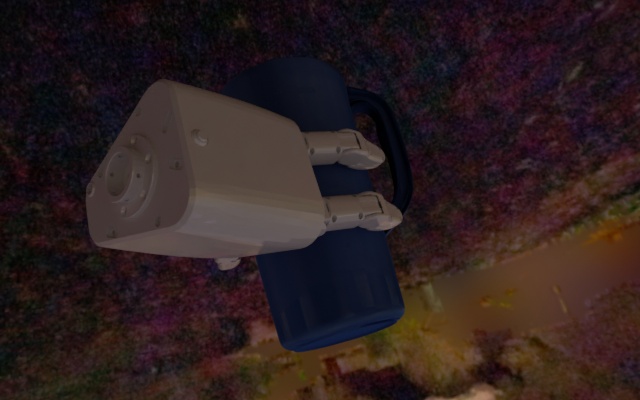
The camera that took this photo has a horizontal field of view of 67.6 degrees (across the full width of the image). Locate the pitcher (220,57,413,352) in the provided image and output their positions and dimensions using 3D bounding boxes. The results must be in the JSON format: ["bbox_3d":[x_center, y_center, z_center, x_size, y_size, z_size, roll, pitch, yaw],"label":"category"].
[{"bbox_3d":[0.000,0.001,0.437,0.149,0.242,0.145,-29,-24,30],"label":"pitcher"}]
